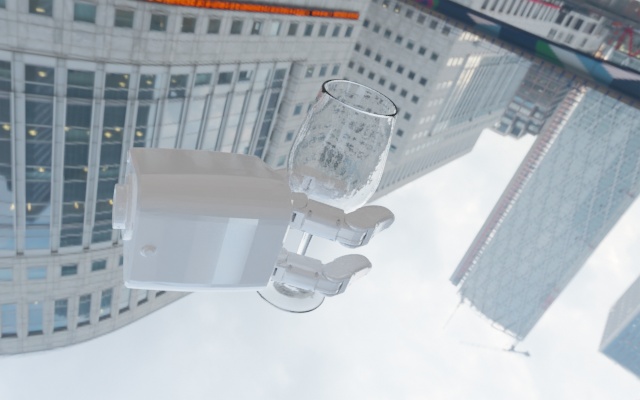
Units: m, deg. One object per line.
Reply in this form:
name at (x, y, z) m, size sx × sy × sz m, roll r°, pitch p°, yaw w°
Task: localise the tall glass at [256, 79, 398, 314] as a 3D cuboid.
tall glass at (0.000, 0.002, 0.413) m, size 0.079 × 0.201 × 0.079 m, roll 16°, pitch 31°, yaw -9°
